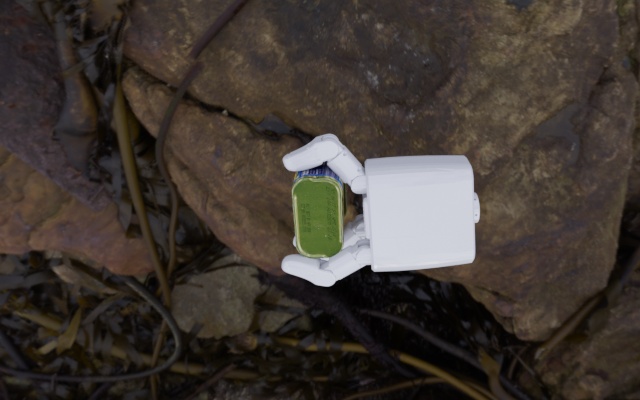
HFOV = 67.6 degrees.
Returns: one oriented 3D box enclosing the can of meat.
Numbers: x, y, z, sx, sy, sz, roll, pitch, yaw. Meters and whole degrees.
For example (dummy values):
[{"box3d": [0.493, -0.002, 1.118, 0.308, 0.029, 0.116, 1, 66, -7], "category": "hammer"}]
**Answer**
[{"box3d": [0.000, 0.002, 0.527, 0.057, 0.102, 0.084, -2, 27, 4], "category": "can of meat"}]
